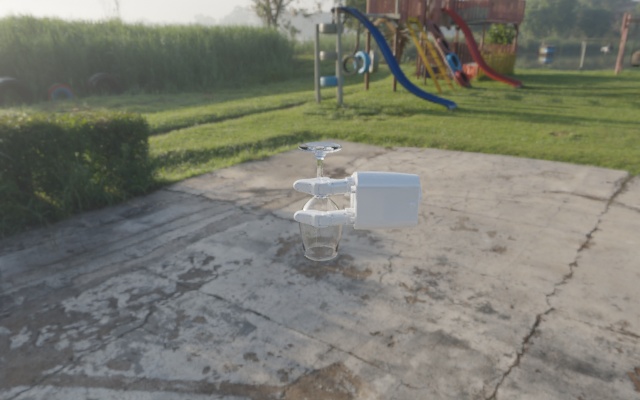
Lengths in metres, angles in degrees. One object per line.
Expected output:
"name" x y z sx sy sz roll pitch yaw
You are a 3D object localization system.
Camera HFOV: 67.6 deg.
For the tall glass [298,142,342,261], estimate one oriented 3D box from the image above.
"tall glass" 0.000 0.002 0.839 0.079 0.201 0.079 0 20 0
